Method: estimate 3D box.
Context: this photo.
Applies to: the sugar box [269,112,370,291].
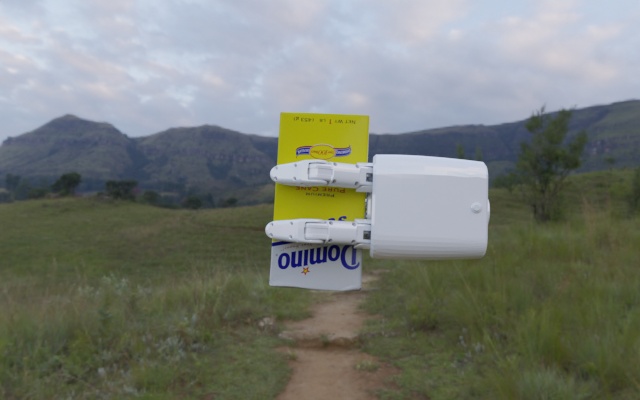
[{"bbox_3d":[0.000,0.001,0.488,0.093,0.176,0.048,2,-6,4],"label":"sugar box"}]
